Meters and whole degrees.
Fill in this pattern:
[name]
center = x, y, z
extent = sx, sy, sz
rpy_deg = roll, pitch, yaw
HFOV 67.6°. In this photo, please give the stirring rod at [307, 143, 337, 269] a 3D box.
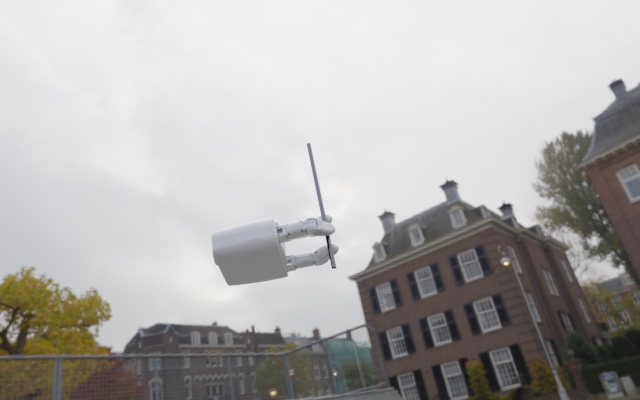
[stirring rod]
center = 0.000, 0.003, 0.820
extent = 0.011, 0.239, 0.011
rpy_deg = -9, -26, -5
